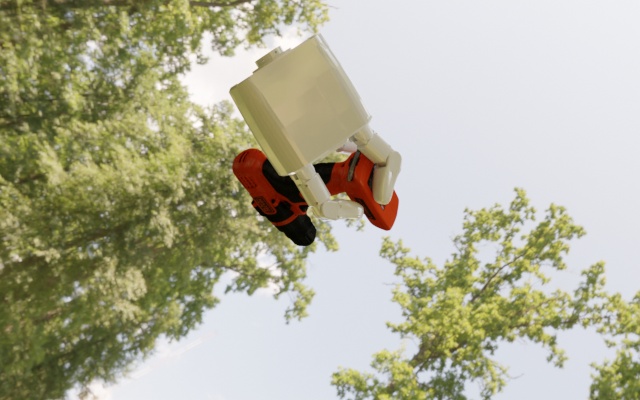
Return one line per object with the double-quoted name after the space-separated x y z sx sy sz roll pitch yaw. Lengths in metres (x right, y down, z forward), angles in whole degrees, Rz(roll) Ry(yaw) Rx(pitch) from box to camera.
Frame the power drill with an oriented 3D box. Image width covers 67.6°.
0.000 0.002 0.613 0.187 0.057 0.184 -3 -38 31 "power drill"
